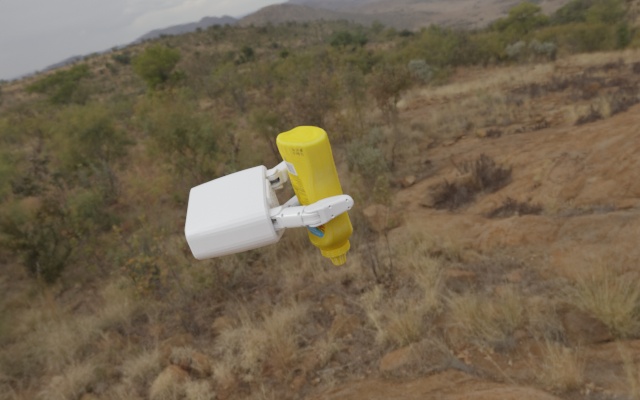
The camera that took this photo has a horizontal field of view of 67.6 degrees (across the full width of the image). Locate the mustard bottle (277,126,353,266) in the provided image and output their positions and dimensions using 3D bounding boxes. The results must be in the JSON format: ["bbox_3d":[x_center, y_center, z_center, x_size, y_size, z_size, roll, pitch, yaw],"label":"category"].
[{"bbox_3d":[0.000,0.002,0.628,0.058,0.192,0.096,-25,23,-18],"label":"mustard bottle"}]
